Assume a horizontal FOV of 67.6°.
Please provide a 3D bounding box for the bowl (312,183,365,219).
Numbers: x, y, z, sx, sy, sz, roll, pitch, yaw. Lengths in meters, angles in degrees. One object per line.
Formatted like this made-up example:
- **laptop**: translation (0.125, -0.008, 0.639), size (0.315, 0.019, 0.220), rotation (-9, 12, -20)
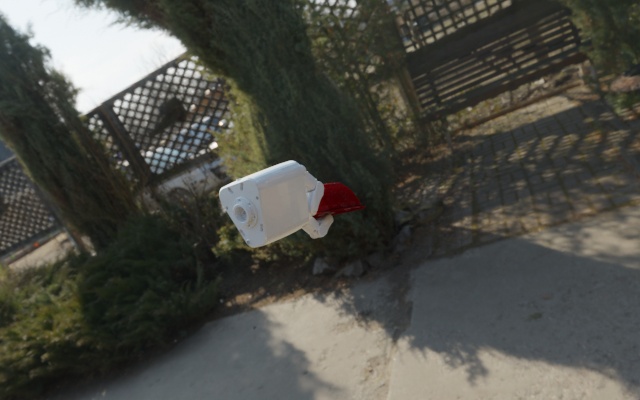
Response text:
- **bowl**: translation (0.001, 0.002, 0.895), size (0.162, 0.055, 0.162), rotation (-11, -4, -1)
